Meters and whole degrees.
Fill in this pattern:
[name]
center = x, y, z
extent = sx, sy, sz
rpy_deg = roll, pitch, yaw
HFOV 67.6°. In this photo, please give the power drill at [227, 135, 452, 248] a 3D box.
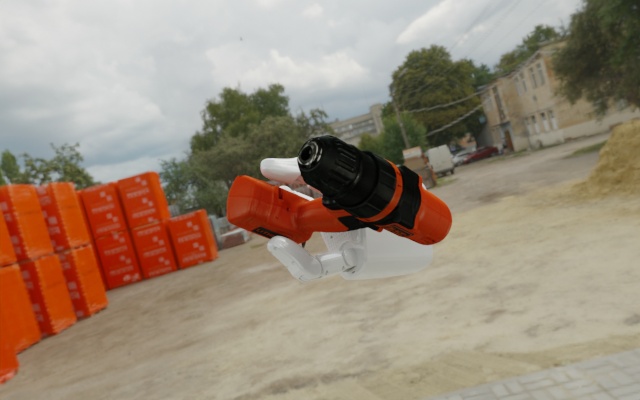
[power drill]
center = 0.000, 0.001, 0.436
extent = 0.187, 0.057, 0.184
rpy_deg = -4, -22, 42
